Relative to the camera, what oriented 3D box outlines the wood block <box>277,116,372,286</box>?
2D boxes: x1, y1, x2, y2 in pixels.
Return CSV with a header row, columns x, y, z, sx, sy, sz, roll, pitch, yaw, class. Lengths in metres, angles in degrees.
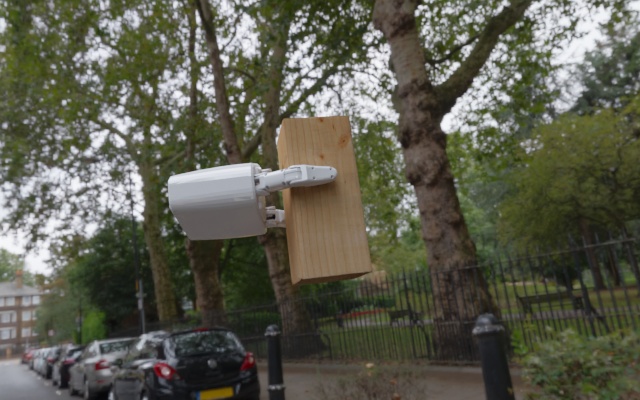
x,y,z,sx,sy,sz,roll,pitch,yaw,class
0.000,0.002,0.633,0.090,0.206,0.091,-5,-13,-12,wood block
